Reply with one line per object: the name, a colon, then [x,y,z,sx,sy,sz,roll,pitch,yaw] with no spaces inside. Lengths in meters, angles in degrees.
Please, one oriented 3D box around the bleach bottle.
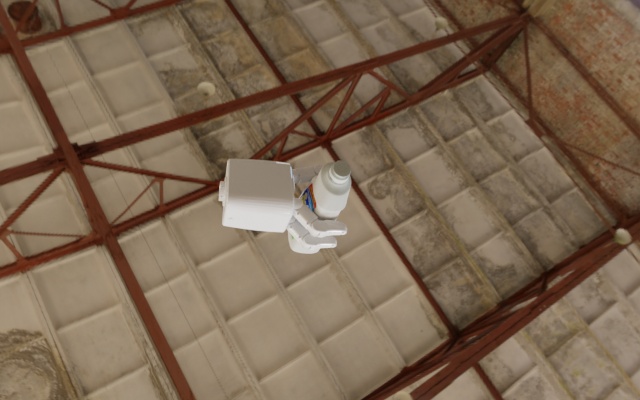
bleach bottle: [0.000,0.003,0.819,0.068,0.102,0.251,5,-29,-14]
